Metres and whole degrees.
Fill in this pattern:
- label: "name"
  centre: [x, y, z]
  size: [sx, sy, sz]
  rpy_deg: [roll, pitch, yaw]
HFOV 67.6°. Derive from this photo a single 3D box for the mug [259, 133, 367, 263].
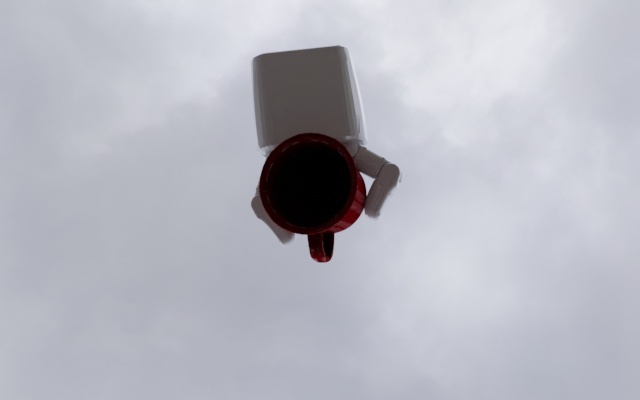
- label: "mug"
  centre: [0.000, 0.003, 0.463]
  size: [0.093, 0.117, 0.081]
  rpy_deg: [-9, -10, 15]
